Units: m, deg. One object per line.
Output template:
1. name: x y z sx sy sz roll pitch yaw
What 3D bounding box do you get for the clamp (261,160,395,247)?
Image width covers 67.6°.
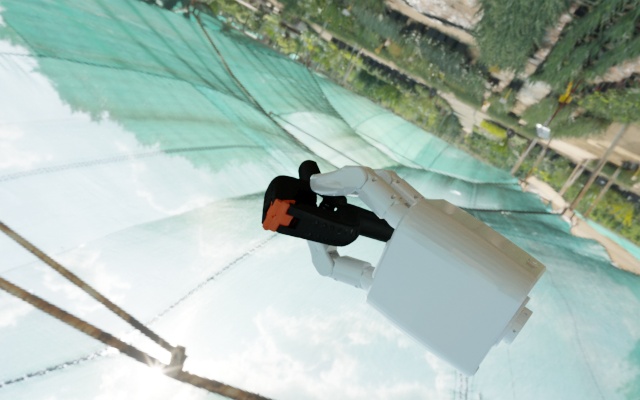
1. clamp: 0.000 0.002 0.468 0.164 0.036 0.210 35 17 26
